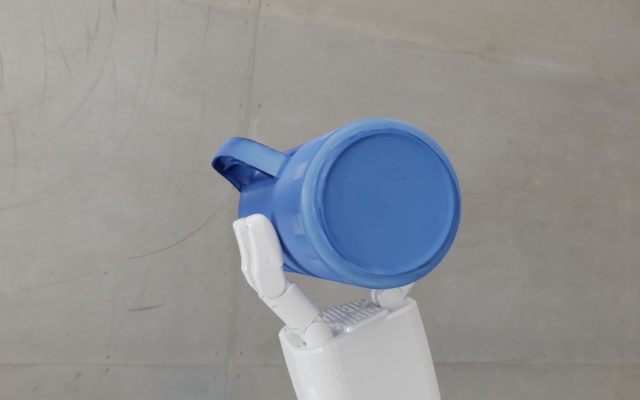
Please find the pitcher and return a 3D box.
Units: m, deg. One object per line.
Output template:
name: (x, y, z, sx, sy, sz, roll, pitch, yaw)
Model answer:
pitcher: (0.000, 0.001, 0.401, 0.149, 0.145, 0.243, -14, 1, -16)
